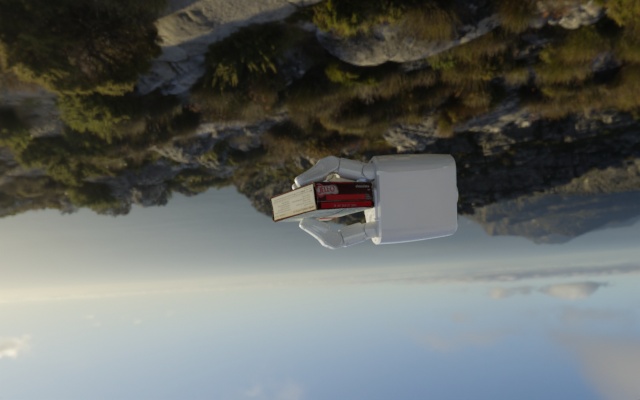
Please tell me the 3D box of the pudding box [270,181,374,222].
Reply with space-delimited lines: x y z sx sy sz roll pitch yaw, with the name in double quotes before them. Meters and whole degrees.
"pudding box" 0.000 0.002 0.619 0.090 0.039 0.113 0 -11 -34
